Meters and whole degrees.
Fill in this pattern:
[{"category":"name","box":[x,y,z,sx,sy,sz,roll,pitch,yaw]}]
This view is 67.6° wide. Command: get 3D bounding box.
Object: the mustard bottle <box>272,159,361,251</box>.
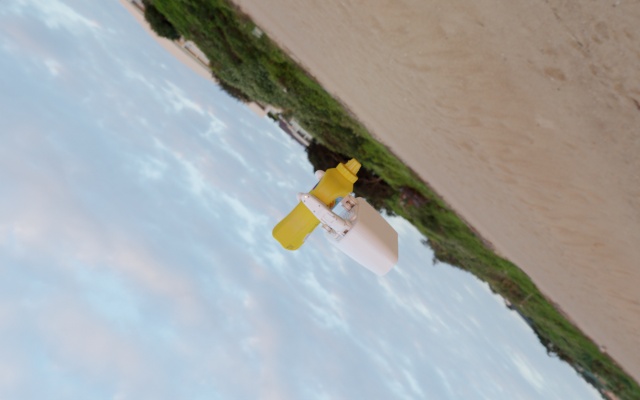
[{"category":"mustard bottle","box":[0.000,0.003,0.836,0.058,0.191,0.096,45,11,9]}]
